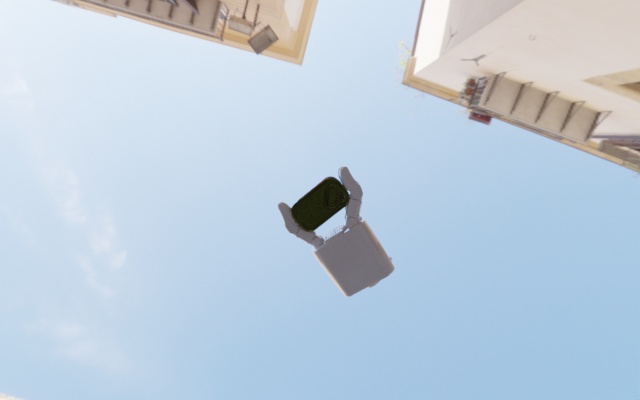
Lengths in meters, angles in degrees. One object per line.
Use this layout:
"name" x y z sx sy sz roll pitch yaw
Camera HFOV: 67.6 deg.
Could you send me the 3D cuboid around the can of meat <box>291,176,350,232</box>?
"can of meat" 0.000 0.003 0.843 0.102 0.057 0.084 -38 5 5
